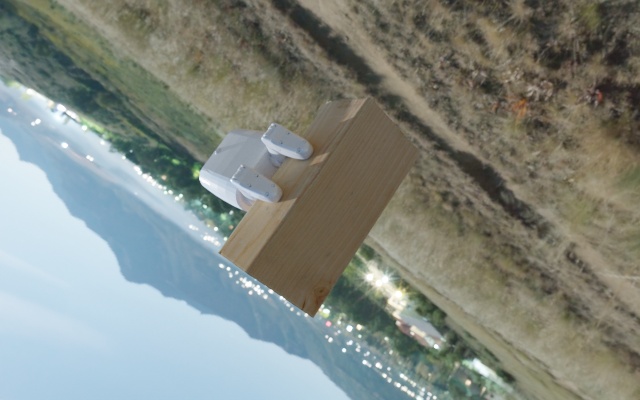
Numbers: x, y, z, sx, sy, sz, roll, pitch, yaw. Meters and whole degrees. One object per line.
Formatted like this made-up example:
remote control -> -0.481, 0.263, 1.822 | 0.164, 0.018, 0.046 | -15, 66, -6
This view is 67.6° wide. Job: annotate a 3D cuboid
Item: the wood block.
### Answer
wood block -> 0.000, 0.002, 0.502 | 0.091, 0.206, 0.090 | 41, -13, -28
